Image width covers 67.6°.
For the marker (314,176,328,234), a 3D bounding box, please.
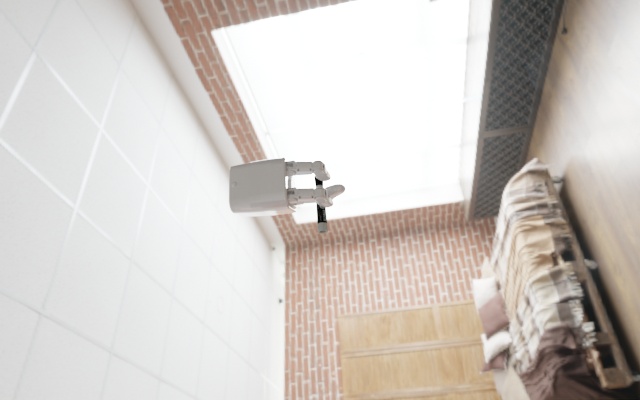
[{"bbox_3d":[0.000,0.003,0.892,0.020,0.121,0.020,-4,-25,-2],"label":"marker"}]
